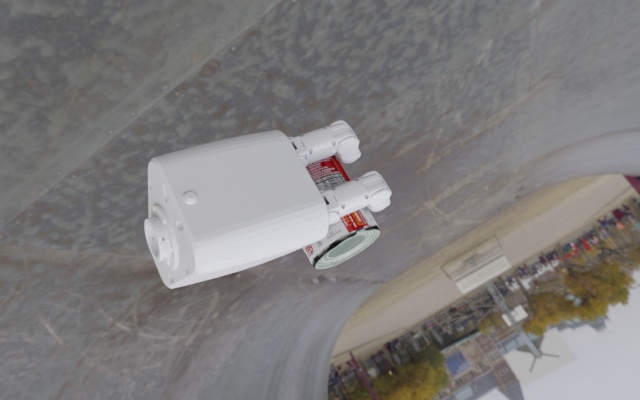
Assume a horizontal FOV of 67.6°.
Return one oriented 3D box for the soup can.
[{"bbox_3d":[0.001,0.002,0.428,0.068,0.102,0.068,-26,-20,-10],"label":"soup can"}]
